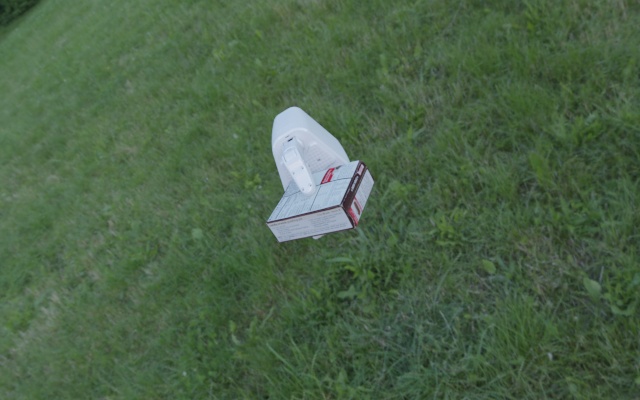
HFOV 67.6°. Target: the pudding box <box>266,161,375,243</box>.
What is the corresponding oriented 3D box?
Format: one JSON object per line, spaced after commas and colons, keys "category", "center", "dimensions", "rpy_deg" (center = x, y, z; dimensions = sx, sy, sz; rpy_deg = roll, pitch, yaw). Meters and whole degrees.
{"category": "pudding box", "center": [0.000, 0.002, 0.575], "dimensions": [0.113, 0.039, 0.090], "rpy_deg": [-15, 33, 34]}
